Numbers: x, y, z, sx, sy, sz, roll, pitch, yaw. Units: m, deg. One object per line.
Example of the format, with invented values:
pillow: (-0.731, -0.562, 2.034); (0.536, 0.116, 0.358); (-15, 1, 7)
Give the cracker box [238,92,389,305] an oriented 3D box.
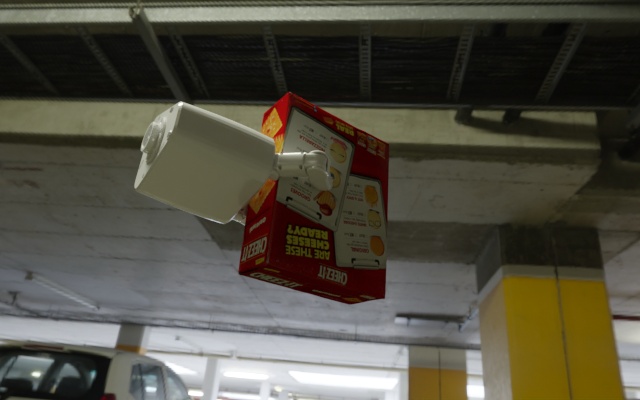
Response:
cracker box: (0.000, 0.002, 0.575); (0.164, 0.213, 0.072); (22, -30, -31)
